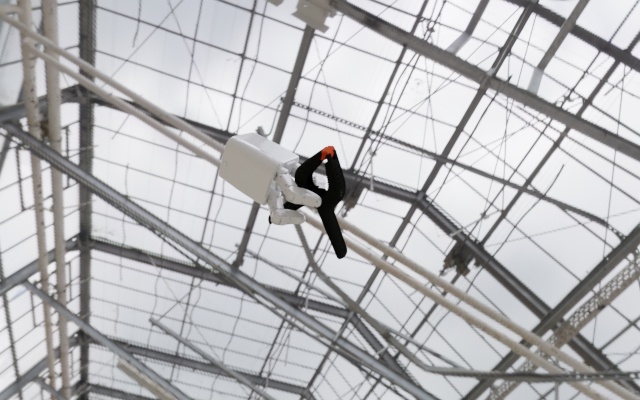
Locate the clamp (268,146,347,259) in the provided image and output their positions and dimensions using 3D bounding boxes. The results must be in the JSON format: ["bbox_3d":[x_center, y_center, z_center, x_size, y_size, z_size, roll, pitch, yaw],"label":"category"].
[{"bbox_3d":[0.000,0.002,0.838,0.164,0.210,0.036,30,38,10],"label":"clamp"}]
